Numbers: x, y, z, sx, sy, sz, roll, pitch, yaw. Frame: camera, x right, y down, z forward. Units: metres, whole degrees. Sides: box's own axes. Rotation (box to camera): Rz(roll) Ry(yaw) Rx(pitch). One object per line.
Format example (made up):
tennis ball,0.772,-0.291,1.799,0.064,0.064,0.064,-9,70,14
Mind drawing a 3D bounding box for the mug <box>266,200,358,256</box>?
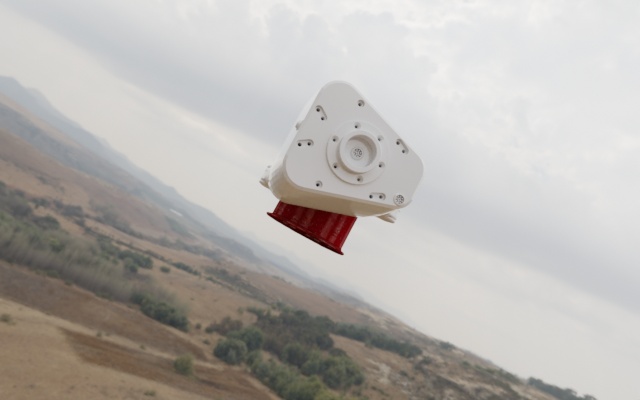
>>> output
mug,0.000,0.002,0.522,0.093,0.081,0.117,30,-8,-8
